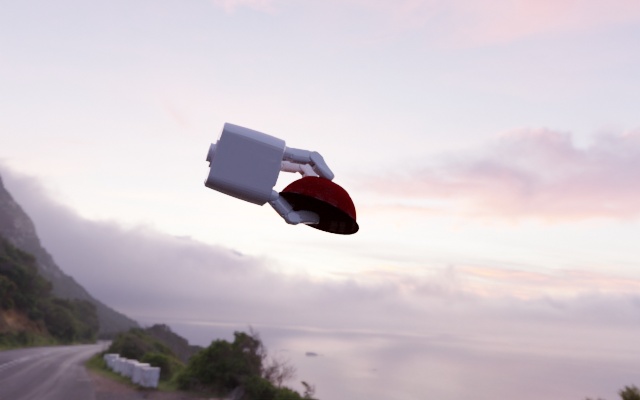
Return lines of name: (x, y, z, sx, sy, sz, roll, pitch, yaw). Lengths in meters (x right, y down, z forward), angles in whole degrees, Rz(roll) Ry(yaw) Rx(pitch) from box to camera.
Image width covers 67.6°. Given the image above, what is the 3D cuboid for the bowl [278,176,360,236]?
bowl: (0.001, 0.003, 0.841, 0.162, 0.055, 0.162, 19, -20, 7)
